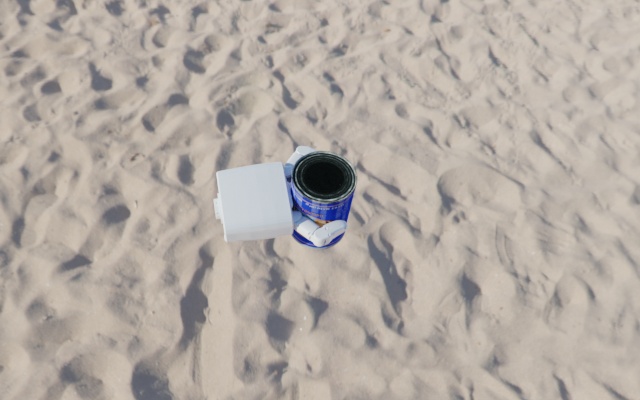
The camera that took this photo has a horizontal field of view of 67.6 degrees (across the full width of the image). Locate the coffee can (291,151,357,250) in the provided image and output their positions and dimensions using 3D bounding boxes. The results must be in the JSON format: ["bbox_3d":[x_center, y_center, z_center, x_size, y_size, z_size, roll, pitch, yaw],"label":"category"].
[{"bbox_3d":[0.000,0.003,0.786,0.103,0.102,0.140,0,-35,-6],"label":"coffee can"}]
